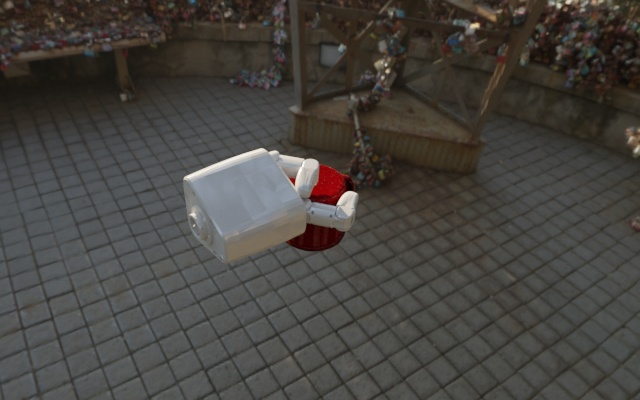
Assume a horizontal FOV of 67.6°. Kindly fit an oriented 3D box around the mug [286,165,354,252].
[{"bbox_3d":[0.001,0.001,0.637,0.117,0.082,0.093,-24,48,-30],"label":"mug"}]
